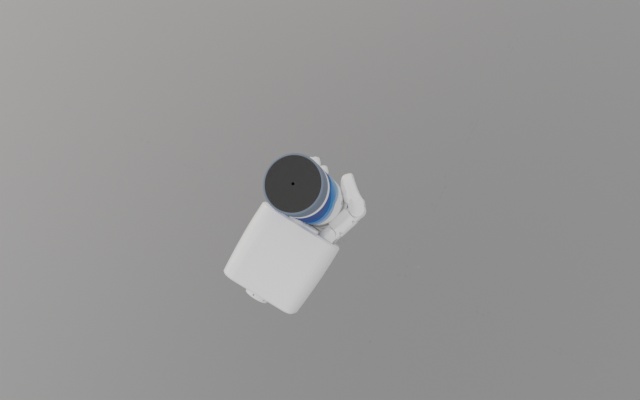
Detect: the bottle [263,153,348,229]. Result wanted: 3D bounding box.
[{"bbox_3d":[0.000,0.002,0.643,0.069,0.069,0.296,0,-8,12],"label":"bottle"}]
